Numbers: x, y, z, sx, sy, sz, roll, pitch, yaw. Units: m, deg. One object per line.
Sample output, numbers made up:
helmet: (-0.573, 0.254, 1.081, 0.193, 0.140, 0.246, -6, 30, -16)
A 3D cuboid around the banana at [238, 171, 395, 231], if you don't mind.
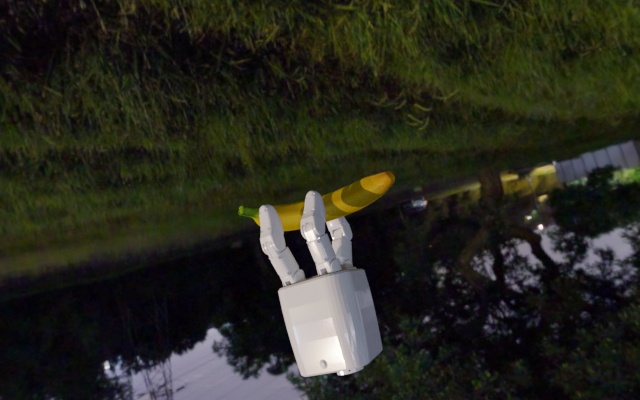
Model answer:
banana: (0.001, 0.007, 0.607, 0.198, 0.037, 0.070, -15, -16, 8)
